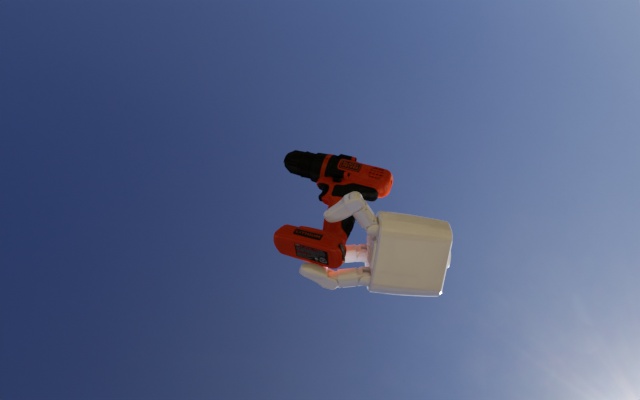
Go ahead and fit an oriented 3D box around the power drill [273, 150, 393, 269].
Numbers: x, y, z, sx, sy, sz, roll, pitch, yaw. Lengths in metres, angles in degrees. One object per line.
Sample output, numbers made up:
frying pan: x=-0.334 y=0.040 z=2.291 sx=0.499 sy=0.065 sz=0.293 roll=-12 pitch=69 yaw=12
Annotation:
power drill: x=0.000 y=0.003 z=0.733 sx=0.184 sy=0.187 sz=0.057 roll=14 pitch=-35 yaw=19
